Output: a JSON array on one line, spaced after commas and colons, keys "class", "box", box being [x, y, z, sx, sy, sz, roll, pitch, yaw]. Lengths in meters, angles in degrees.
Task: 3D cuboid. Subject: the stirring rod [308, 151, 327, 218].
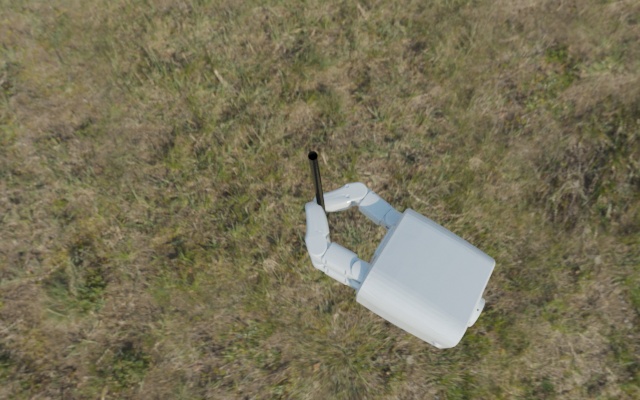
[{"class": "stirring rod", "box": [0.000, 0.002, 0.494, 0.011, 0.011, 0.240, 0, -18, 3]}]
